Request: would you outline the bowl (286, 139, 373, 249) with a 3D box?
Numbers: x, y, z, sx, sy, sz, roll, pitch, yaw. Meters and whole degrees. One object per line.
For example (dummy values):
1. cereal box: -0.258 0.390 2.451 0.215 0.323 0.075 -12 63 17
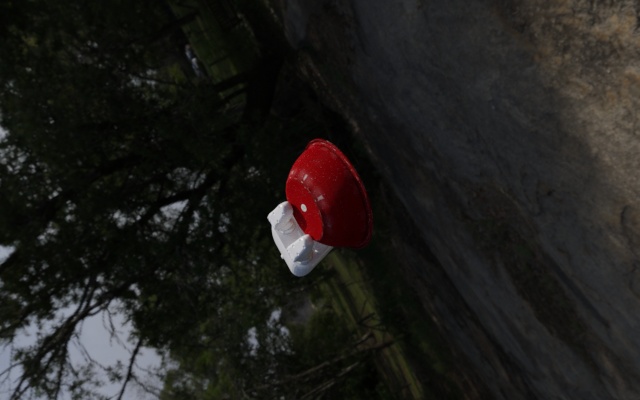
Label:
1. bowl: 0.000 0.001 0.641 0.055 0.162 0.162 -25 11 -25
